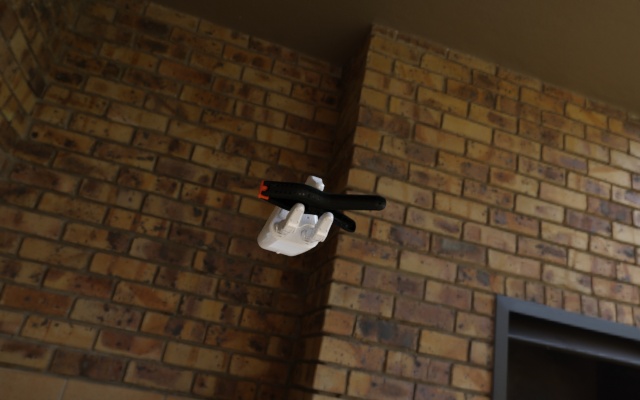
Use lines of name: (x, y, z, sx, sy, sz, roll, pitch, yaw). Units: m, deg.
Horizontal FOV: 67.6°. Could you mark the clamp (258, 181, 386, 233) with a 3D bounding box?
clamp: (0.000, 0.002, 0.828, 0.210, 0.036, 0.164, 17, -23, -17)
